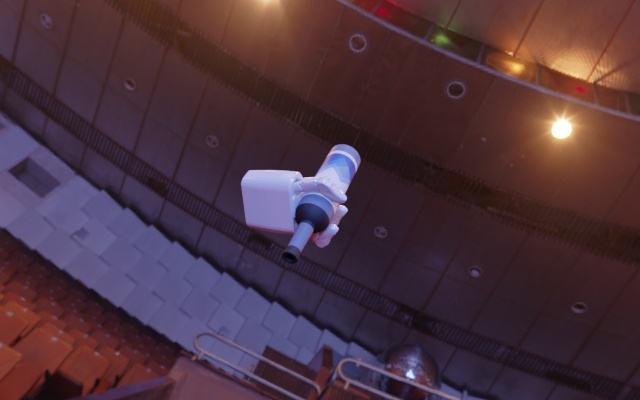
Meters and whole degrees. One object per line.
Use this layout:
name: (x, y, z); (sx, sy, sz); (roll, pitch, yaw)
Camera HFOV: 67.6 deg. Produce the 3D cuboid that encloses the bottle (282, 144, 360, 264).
bottle: (0.000, 0.003, 0.881); (0.069, 0.069, 0.295); (0, 38, 26)
